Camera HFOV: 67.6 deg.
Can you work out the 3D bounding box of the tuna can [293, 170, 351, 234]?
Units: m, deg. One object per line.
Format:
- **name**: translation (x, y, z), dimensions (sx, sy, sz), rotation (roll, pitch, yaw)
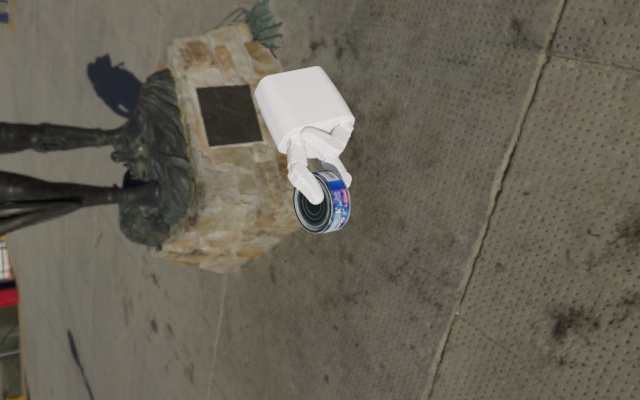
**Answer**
- **tuna can**: translation (0.000, 0.002, 0.652), dimensions (0.034, 0.086, 0.086), rotation (-10, 6, -41)
